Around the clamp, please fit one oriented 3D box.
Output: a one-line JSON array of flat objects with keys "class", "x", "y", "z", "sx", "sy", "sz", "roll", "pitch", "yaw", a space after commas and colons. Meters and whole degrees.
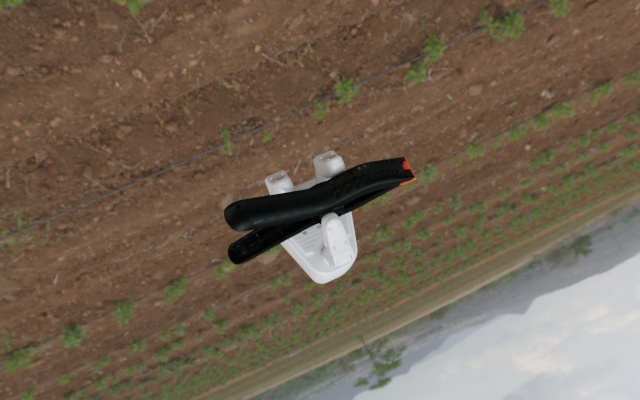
[{"class": "clamp", "x": 0.001, "y": 0.002, "z": 0.462, "sx": 0.210, "sy": 0.036, "sz": 0.164, "roll": -24, "pitch": -11, "yaw": -9}]
